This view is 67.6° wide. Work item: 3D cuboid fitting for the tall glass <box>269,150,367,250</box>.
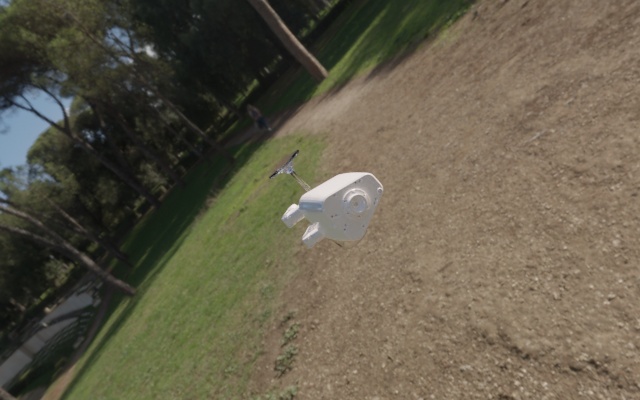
[{"bbox_3d":[0.000,0.002,0.892,0.201,0.079,0.079,46,-15,-15],"label":"tall glass"}]
